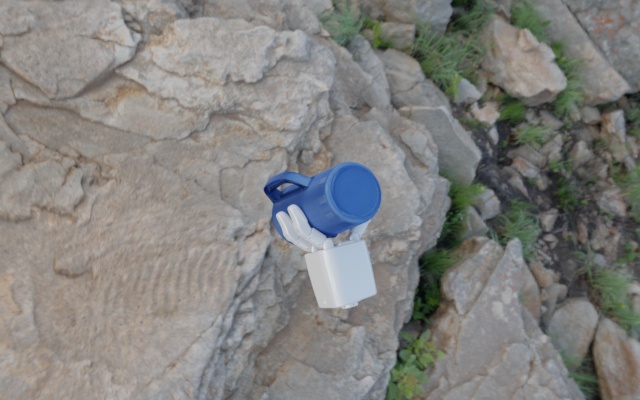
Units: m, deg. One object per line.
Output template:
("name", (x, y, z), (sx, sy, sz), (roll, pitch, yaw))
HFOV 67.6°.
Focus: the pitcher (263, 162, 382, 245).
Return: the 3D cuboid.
("pitcher", (0.000, 0.003, 0.895), (0.149, 0.145, 0.243), (-11, -7, -27))
